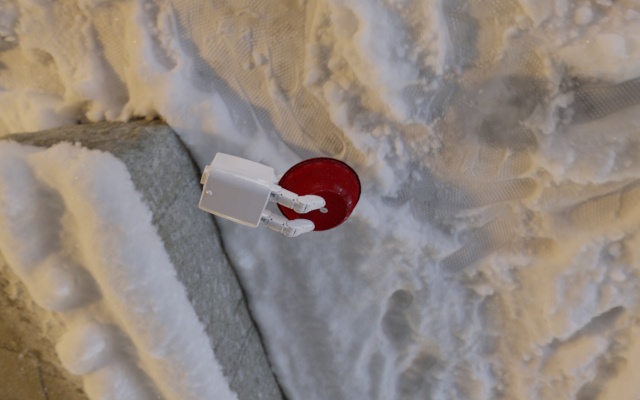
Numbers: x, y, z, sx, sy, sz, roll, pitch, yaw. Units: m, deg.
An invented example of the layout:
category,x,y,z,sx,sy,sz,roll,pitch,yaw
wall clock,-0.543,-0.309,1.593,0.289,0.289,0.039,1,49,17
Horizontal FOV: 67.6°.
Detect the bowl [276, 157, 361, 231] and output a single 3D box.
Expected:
category,x,y,z,sx,sy,sz,roll,pitch,yaw
bowl,0.002,0.003,0.870,0.162,0.162,0.055,0,37,-10
